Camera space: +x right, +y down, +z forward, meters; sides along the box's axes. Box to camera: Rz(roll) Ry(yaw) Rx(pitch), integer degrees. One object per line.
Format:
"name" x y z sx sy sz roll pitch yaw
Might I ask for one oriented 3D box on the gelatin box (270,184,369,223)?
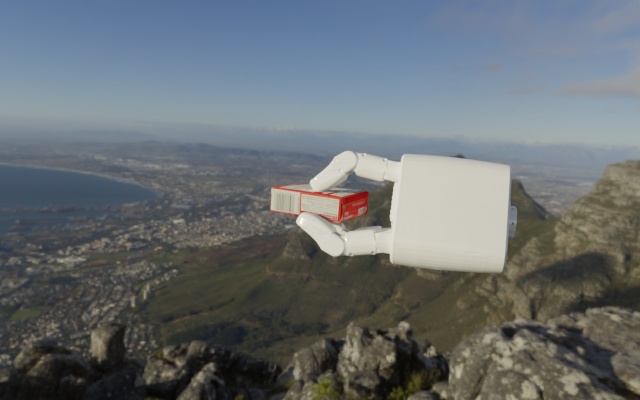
"gelatin box" 0.000 0.001 0.535 0.089 0.030 0.073 9 9 26
